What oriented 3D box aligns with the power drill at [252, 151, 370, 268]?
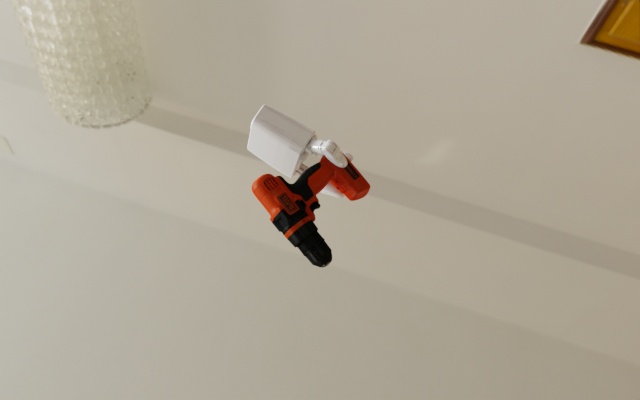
[{"bbox_3d":[0.000,0.002,0.825,0.187,0.184,0.057,-34,-8,-37],"label":"power drill"}]
